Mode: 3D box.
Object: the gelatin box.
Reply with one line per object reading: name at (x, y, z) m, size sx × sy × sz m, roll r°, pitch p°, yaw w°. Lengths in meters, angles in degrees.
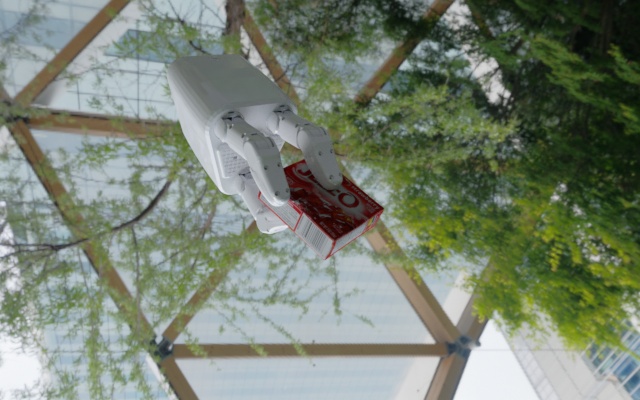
gelatin box at (0.000, 0.002, 0.428) m, size 0.089 × 0.030 × 0.073 m, roll 42°, pitch 43°, yaw 20°
